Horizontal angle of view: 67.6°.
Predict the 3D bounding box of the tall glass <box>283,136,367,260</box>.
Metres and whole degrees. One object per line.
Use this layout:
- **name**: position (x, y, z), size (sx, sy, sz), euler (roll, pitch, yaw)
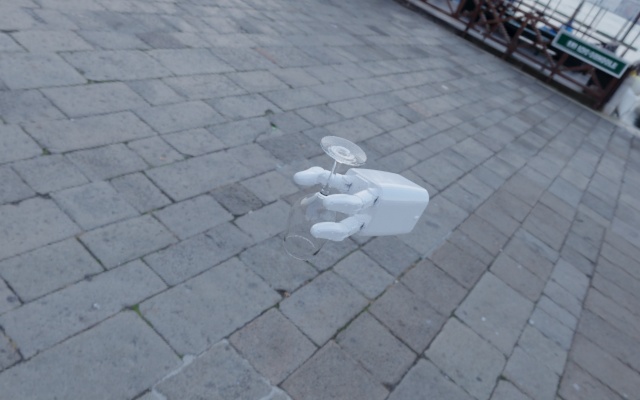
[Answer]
- **tall glass**: position (0.000, 0.002, 0.757), size (0.079, 0.201, 0.079), euler (17, 32, -12)
